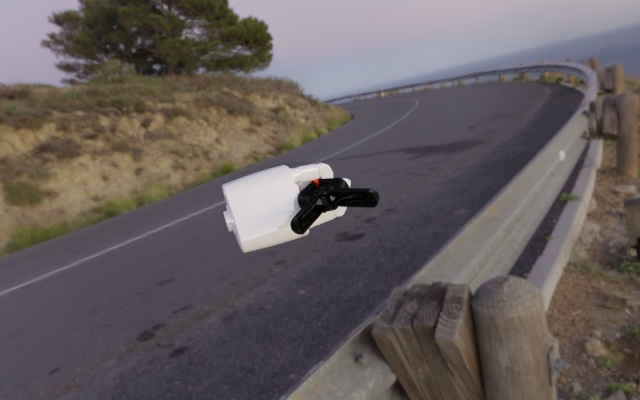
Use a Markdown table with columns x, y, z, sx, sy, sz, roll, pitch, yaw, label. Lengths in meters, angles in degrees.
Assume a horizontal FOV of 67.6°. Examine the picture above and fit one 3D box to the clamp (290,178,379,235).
| x | y | z | sx | sy | sz | roll | pitch | yaw | label |
| --- | --- | --- | --- | --- | --- | --- | --- | --- | --- |
| 0.000 | 0.002 | 0.678 | 0.120 | 0.039 | 0.171 | -17 | 13 | -13 | clamp |
